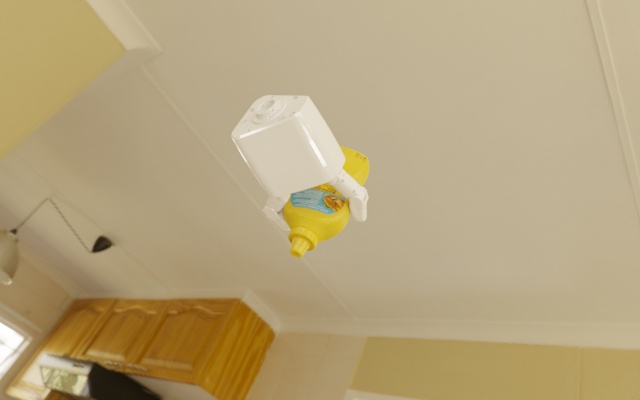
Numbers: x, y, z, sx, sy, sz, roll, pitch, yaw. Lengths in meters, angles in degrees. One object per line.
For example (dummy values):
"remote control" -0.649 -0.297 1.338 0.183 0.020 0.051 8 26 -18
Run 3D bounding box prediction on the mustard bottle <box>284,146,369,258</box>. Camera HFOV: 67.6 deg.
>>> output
"mustard bottle" 0.000 0.002 0.700 0.096 0.191 0.058 13 -38 16
